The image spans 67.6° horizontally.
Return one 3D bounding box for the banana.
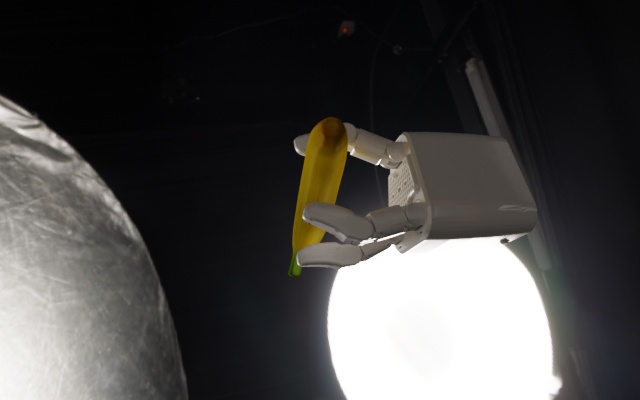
[{"bbox_3d":[0.000,-0.010,0.439,0.037,0.069,0.198,6,-44,-6],"label":"banana"}]
